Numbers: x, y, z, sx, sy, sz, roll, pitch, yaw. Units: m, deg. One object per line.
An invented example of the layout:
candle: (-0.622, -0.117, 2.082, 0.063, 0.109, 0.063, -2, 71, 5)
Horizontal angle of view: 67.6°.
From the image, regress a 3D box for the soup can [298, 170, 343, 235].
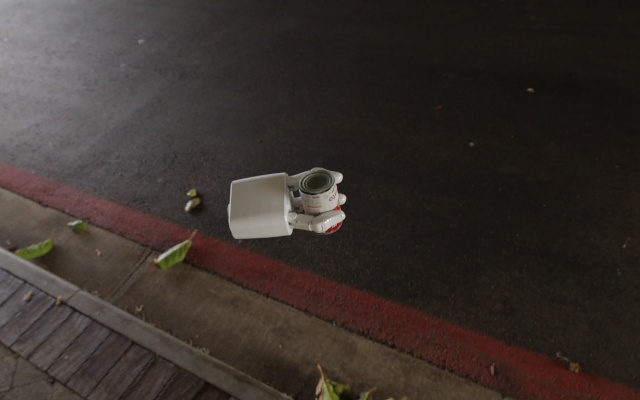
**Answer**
soup can: (0.001, 0.003, 0.867, 0.068, 0.102, 0.068, -7, 42, 6)
